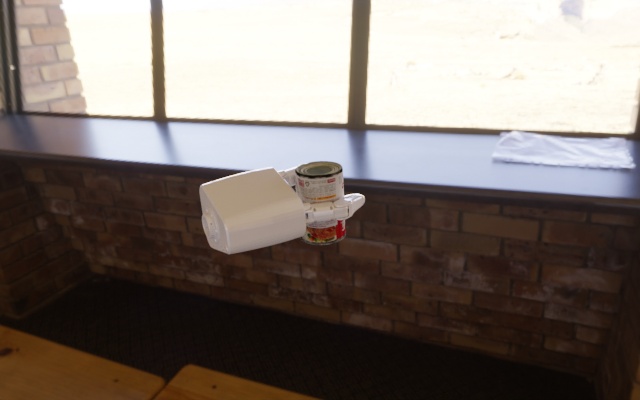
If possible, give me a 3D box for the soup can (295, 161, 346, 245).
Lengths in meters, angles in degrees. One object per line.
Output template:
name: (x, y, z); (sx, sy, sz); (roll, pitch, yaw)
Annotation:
soup can: (0.001, 0.002, 0.673); (0.068, 0.102, 0.068); (-3, 22, 1)
